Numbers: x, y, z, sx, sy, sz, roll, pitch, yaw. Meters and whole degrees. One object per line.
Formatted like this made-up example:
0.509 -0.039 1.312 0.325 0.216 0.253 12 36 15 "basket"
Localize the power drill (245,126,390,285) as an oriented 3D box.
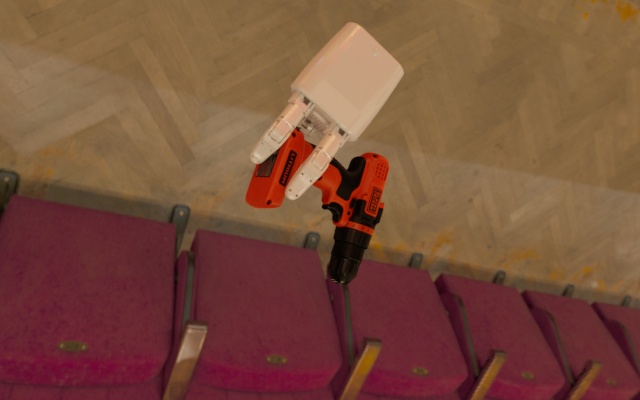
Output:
0.000 0.002 0.610 0.188 0.184 0.057 24 -13 -37 "power drill"
